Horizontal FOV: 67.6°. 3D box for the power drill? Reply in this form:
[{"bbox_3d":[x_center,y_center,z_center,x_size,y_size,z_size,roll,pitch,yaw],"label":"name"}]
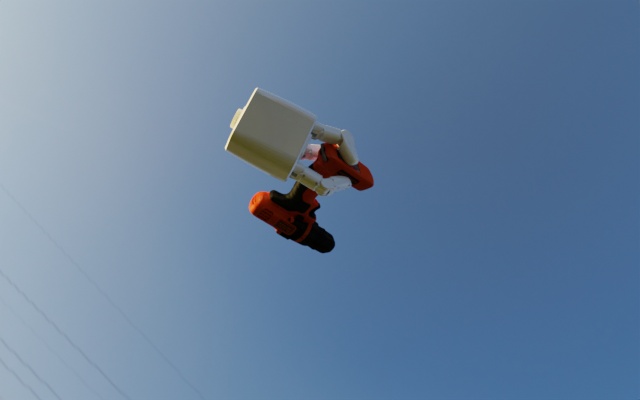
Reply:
[{"bbox_3d":[0.000,0.002,0.819,0.184,0.188,0.057,32,27,-31],"label":"power drill"}]
